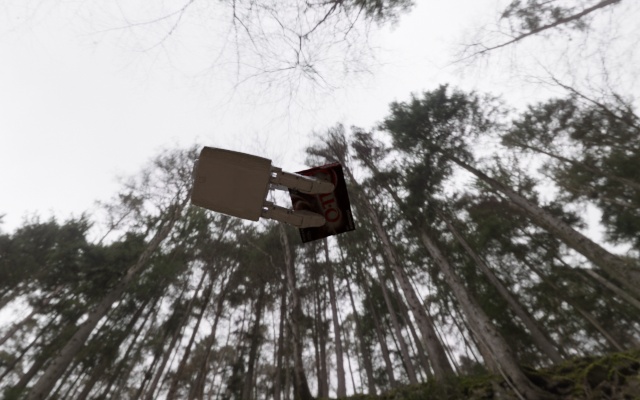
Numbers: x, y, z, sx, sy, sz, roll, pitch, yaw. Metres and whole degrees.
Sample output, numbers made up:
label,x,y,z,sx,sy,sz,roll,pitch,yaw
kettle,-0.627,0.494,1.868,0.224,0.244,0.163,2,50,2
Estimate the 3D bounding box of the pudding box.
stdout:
label,x,y,z,sx,sy,sz,roll,pitch,yaw
pudding box,0.000,0.002,0.762,0.090,0.113,0.039,-14,17,-2
